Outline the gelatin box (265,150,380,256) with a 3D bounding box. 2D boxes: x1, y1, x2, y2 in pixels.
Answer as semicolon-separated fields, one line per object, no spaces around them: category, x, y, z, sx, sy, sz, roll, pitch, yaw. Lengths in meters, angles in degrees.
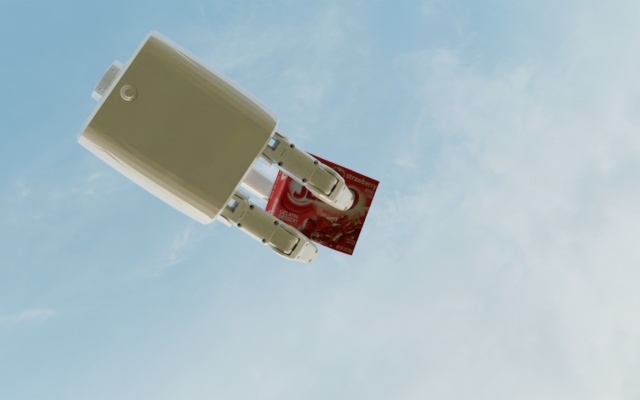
gelatin box;0.000;0.001;0.424;0.089;0.073;0.030;21;0;-27
